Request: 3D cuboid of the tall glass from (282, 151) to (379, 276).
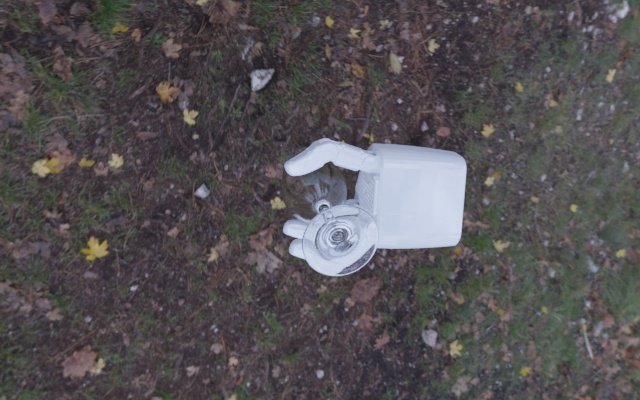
[{"bbox_3d":[0.000,0.002,0.536,0.079,0.079,0.201,0,22,-13],"label":"tall glass"}]
